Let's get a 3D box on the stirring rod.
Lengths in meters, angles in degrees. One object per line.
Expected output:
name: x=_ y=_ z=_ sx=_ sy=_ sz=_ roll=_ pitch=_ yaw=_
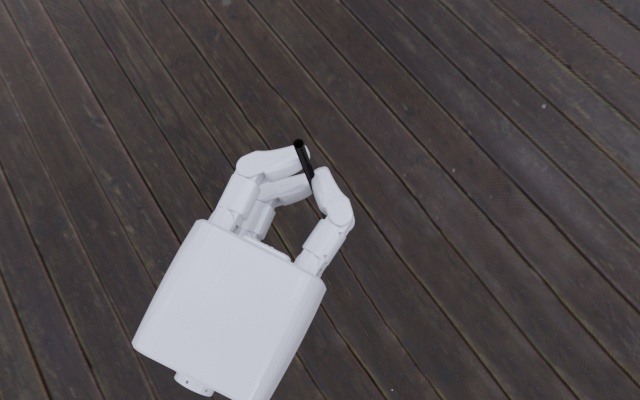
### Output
stirring rod: x=0.000 y=0.002 z=0.466 sx=0.011 sy=0.011 sz=0.240 roll=0 pitch=-21 yaw=9
